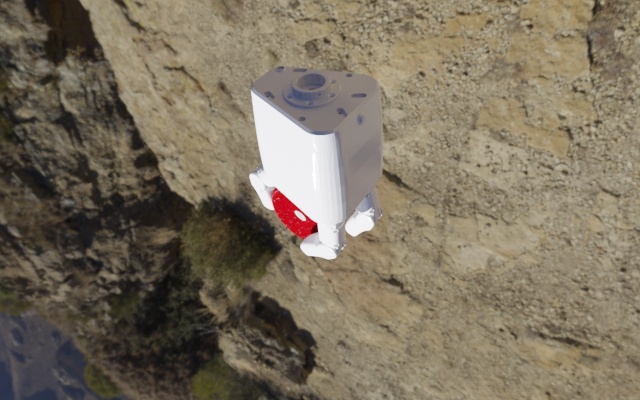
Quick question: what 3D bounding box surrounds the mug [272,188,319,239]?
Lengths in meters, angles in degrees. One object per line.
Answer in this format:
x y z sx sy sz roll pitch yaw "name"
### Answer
0.000 0.003 0.551 0.093 0.117 0.081 24 53 28 "mug"
